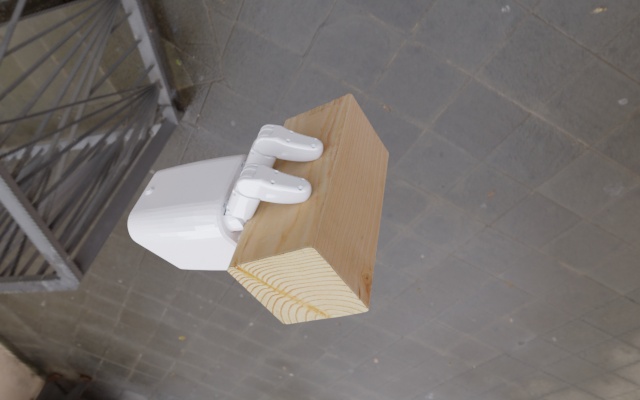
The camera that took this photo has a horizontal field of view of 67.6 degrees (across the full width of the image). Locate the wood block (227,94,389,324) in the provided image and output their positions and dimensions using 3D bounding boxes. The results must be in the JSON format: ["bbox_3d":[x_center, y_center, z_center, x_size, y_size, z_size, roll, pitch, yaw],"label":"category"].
[{"bbox_3d":[0.000,0.002,0.462,0.090,0.206,0.091,-17,-51,29],"label":"wood block"}]
